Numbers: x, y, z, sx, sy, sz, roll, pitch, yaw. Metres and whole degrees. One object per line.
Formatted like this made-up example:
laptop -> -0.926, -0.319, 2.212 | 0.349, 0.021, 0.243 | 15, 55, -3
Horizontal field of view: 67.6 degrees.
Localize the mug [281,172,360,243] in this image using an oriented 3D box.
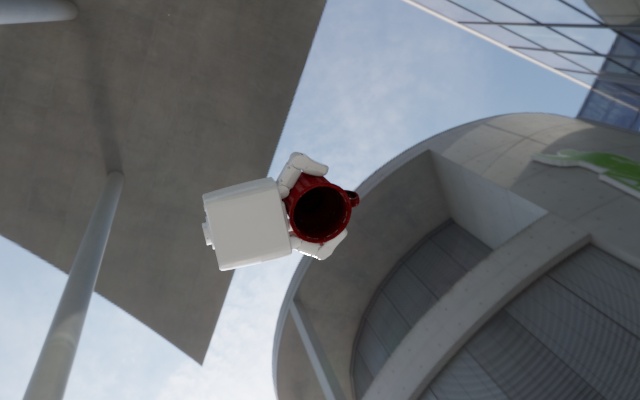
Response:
mug -> 0.001, 0.002, 0.713 | 0.117, 0.093, 0.081 | -13, 24, -14
